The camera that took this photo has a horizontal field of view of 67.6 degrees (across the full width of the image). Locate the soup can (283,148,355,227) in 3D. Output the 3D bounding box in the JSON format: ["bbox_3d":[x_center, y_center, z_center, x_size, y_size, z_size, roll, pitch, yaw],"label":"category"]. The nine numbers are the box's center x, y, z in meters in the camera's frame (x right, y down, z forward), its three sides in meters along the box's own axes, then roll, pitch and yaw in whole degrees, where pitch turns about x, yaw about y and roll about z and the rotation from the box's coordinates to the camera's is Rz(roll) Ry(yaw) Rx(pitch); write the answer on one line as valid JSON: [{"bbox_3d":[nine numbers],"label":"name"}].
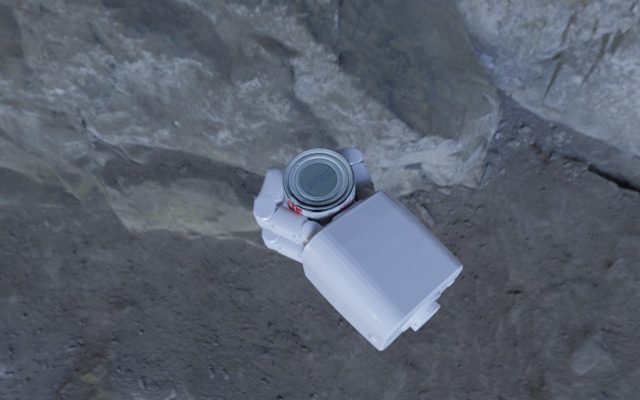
[{"bbox_3d":[0.000,0.001,0.479,0.068,0.068,0.102,0,-26,3],"label":"soup can"}]
